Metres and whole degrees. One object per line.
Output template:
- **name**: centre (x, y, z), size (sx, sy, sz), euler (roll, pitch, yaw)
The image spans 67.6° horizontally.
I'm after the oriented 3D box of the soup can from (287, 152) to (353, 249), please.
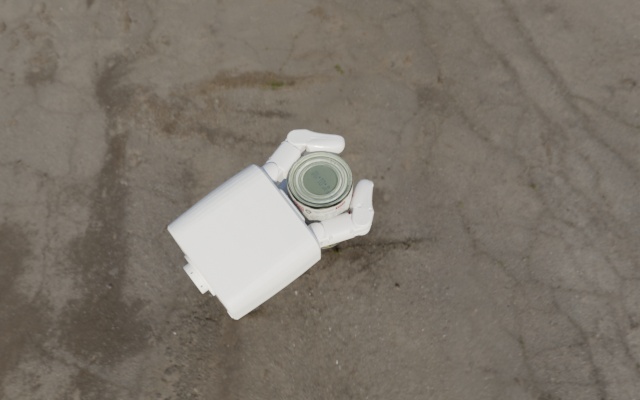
- **soup can**: centre (0.001, 0.001, 0.519), size (0.068, 0.068, 0.102), euler (0, -28, 1)
